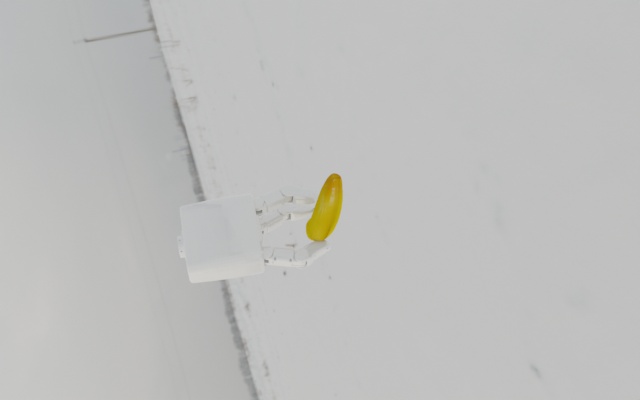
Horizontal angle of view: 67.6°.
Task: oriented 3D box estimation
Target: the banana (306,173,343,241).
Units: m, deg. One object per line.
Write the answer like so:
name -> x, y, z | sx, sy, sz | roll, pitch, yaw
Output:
banana -> 0.001, 0.021, 0.691 | 0.037, 0.069, 0.198 | -3, -14, -11
